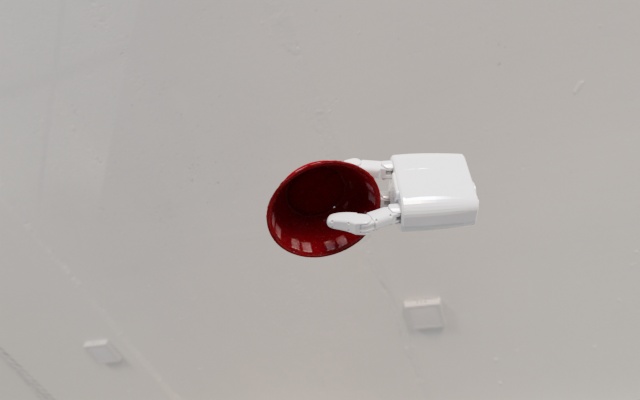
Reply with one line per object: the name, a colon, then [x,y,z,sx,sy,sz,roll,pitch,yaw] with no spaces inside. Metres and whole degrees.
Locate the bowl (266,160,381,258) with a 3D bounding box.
bowl: [-0.001,0.002,0.670,0.162,0.162,0.055,0,34,-17]
